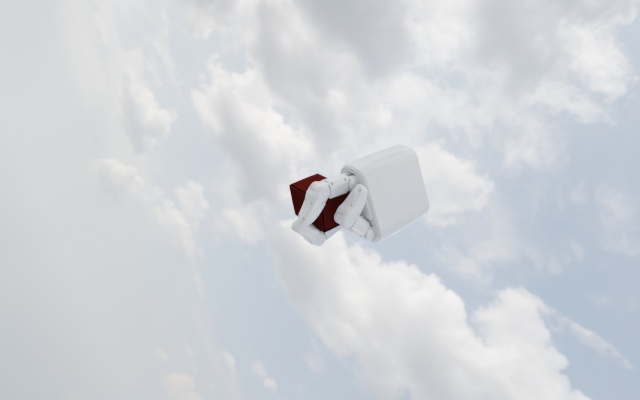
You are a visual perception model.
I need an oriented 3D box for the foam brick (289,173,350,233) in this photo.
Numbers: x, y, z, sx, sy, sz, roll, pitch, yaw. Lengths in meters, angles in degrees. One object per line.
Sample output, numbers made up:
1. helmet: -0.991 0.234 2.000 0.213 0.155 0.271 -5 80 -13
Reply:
1. foam brick: 0.000 0.002 0.685 0.051 0.053 0.078 -26 34 -28
